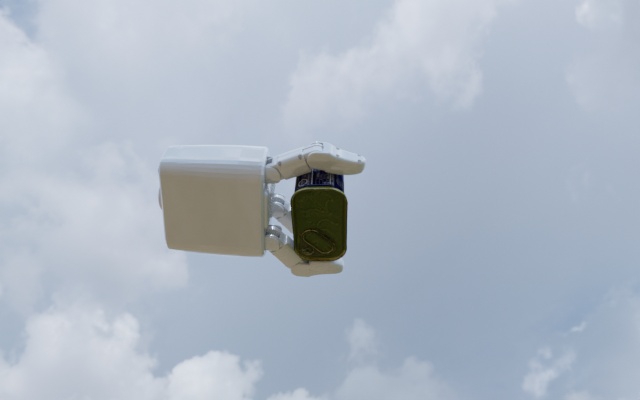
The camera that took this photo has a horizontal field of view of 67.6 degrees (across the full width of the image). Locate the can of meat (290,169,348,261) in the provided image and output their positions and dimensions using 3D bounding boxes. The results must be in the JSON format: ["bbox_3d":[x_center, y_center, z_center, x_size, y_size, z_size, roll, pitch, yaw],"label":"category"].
[{"bbox_3d":[0.000,0.001,0.524,0.057,0.102,0.084,0,39,2],"label":"can of meat"}]
